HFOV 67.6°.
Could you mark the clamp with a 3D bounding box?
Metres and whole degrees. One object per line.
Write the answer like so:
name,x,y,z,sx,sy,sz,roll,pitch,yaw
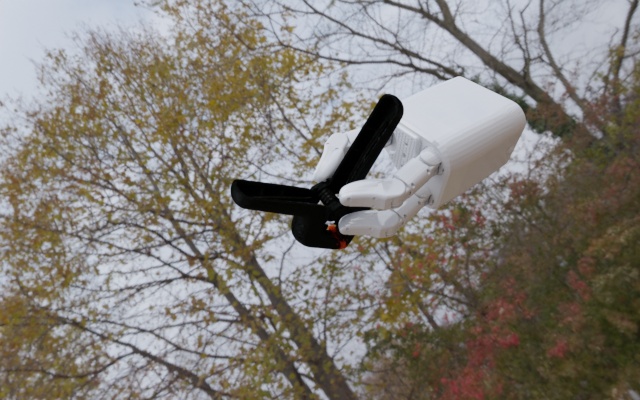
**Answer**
clamp,0.000,0.001,0.471,0.164,0.036,0.210,-27,-28,-15
